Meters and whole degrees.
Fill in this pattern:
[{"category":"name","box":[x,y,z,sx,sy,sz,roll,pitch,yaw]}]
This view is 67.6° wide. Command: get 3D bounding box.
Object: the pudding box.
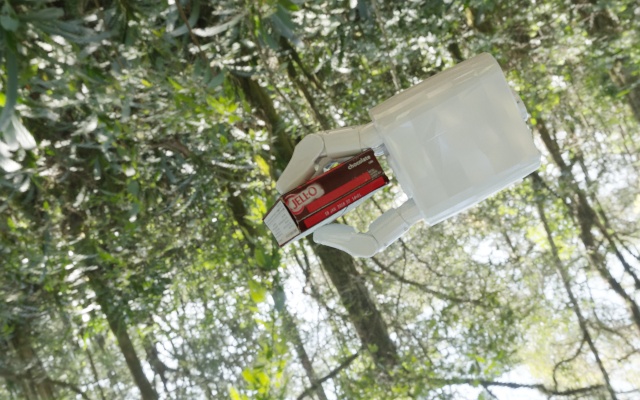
[{"category":"pudding box","box":[0.000,0.002,0.428,0.090,0.039,0.113,-28,-5,-18]}]
